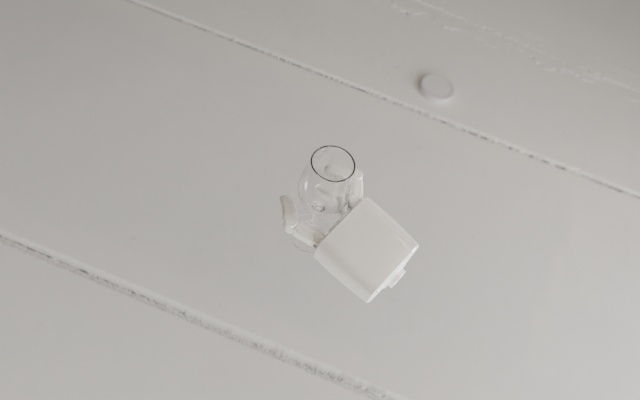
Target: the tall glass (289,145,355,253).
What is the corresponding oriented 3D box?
[{"bbox_3d":[0.000,0.003,0.724,0.079,0.079,0.201,0,-32,-11],"label":"tall glass"}]
